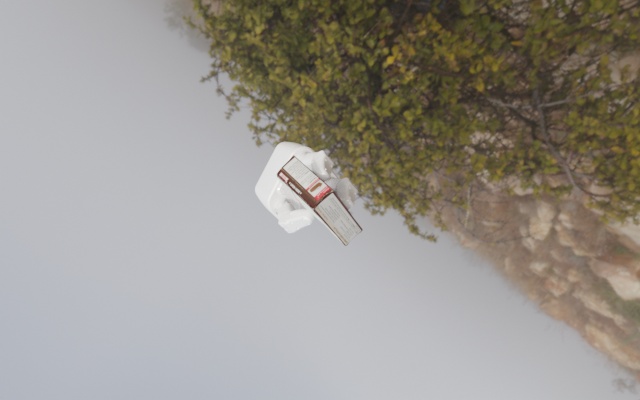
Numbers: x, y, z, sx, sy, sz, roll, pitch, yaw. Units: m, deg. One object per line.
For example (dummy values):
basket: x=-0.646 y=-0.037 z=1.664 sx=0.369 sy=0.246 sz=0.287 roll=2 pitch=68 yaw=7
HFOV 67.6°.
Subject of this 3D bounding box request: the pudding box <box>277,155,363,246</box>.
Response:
pudding box: x=0.000 y=0.002 z=0.636 sx=0.090 sy=0.039 sz=0.113 roll=42 pitch=-4 yaw=38
